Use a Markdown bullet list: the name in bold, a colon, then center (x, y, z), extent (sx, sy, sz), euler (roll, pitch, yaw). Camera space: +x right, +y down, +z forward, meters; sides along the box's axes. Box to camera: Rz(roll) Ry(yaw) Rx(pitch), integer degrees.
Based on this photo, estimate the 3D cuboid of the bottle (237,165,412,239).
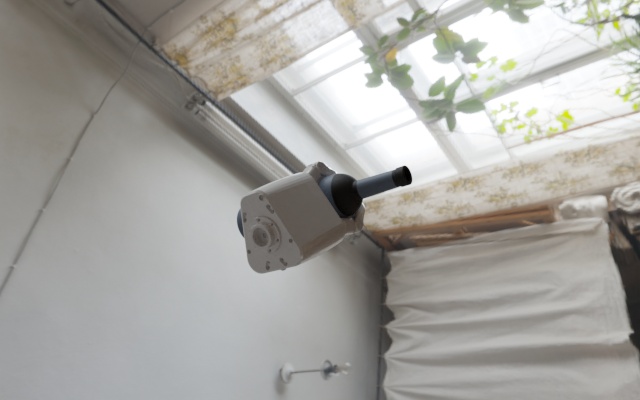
- **bottle**: center (0.000, 0.002, 0.719), extent (0.296, 0.069, 0.069), euler (-17, -10, 34)
